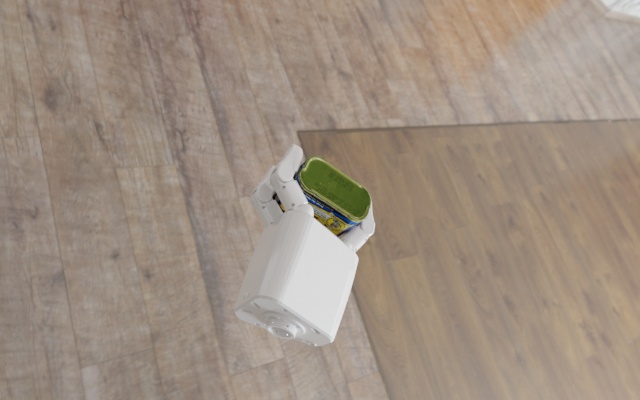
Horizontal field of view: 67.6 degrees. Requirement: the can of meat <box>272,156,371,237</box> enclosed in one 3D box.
[{"bbox_3d":[0.000,0.002,0.586,0.102,0.057,0.084,33,-36,-14],"label":"can of meat"}]
